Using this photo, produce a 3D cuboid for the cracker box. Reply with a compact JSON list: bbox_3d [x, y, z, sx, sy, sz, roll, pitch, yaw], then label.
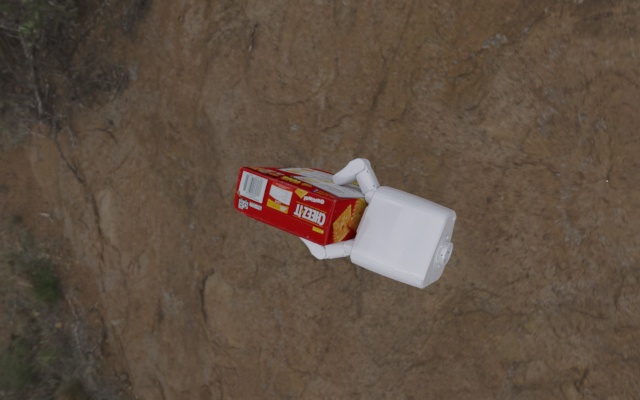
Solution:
[{"bbox_3d":[0.000,0.002,0.727,0.164,0.072,0.213,20,12,29],"label":"cracker box"}]
